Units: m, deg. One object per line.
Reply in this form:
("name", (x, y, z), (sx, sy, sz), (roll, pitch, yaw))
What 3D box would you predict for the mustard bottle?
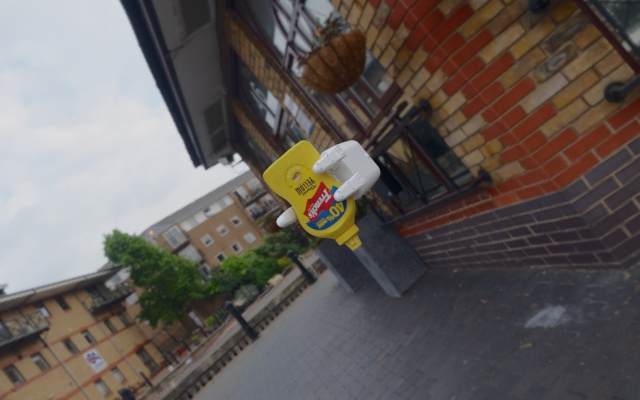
("mustard bottle", (0.000, 0.002, 0.781), (0.096, 0.191, 0.058), (-39, -2, 7))
